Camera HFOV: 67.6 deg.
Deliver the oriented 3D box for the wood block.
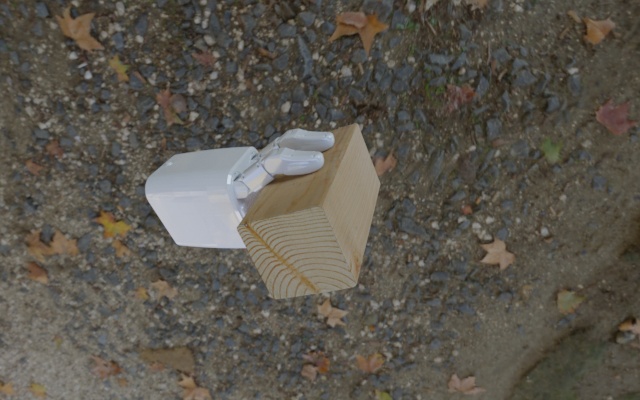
[{"bbox_3d":[0.000,0.002,0.522,0.090,0.091,0.206,-14,25,21],"label":"wood block"}]
